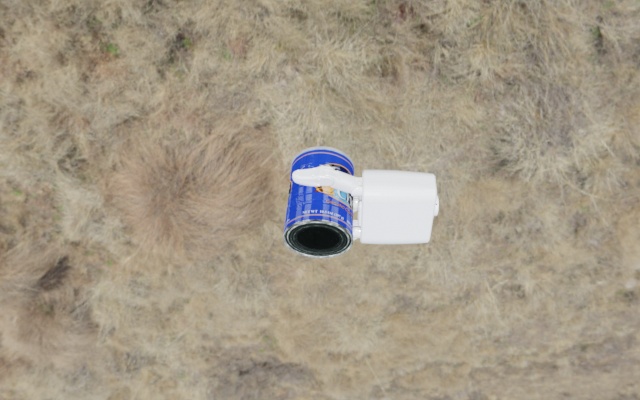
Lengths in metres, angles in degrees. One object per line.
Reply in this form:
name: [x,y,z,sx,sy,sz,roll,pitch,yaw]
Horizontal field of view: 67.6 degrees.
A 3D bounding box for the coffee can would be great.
coffee can: [0.000,0.002,0.731,0.103,0.140,0.103,3,-36,2]
